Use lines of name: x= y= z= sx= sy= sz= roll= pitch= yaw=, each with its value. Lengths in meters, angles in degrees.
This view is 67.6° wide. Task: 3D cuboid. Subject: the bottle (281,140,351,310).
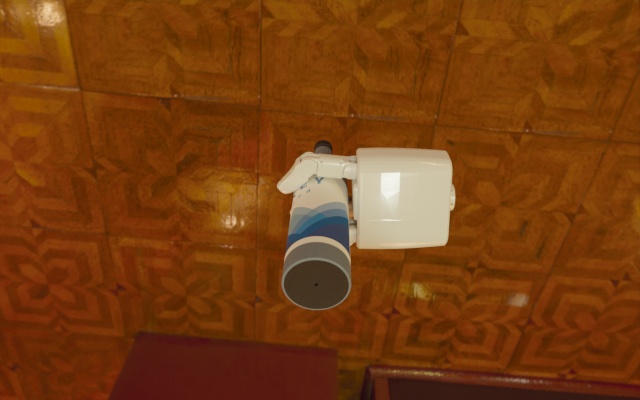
bottle: x=0.000 y=0.002 z=0.576 sx=0.069 sy=0.069 sz=0.295 roll=0 pitch=32 yaw=2
